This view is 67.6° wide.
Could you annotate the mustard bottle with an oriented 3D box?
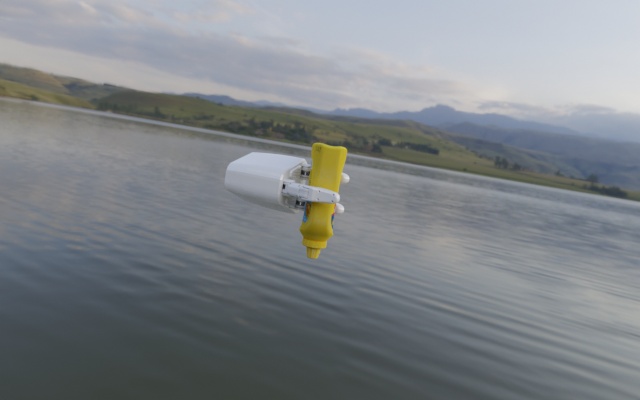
[{"bbox_3d":[0.001,0.002,0.796,0.058,0.191,0.096,9,6,-6],"label":"mustard bottle"}]
